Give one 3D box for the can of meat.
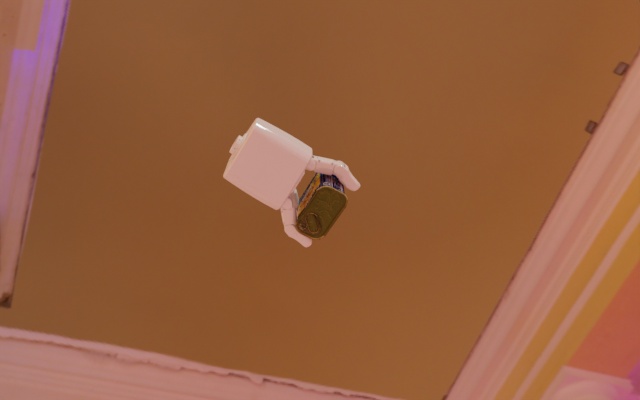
[{"bbox_3d":[0.000,0.002,0.820,0.057,0.102,0.084,27,25,-15],"label":"can of meat"}]
